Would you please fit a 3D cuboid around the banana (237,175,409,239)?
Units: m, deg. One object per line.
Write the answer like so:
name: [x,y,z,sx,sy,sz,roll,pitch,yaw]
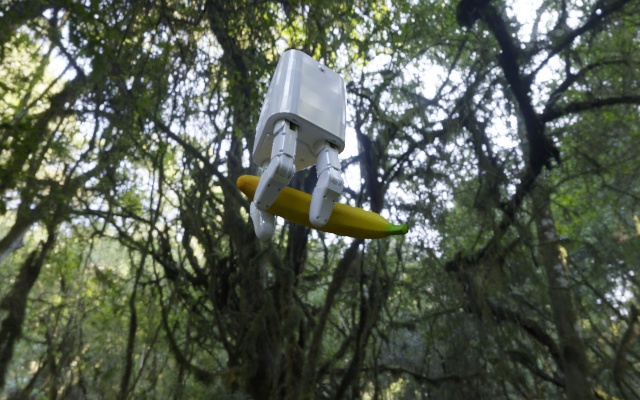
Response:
banana: [-0.001,0.010,0.554,0.198,0.037,0.070,15,-26,-6]
